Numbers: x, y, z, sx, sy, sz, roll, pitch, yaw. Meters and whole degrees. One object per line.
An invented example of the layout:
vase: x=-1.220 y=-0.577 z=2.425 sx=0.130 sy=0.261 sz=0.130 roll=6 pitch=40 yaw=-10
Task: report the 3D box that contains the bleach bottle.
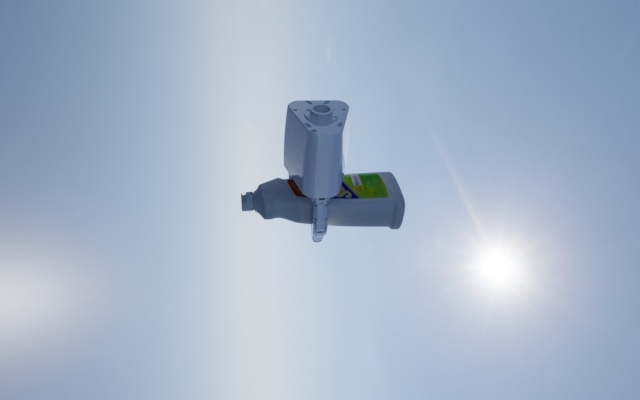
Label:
bleach bottle: x=0.000 y=0.002 z=0.766 sx=0.251 sy=0.068 sz=0.102 roll=-2 pitch=39 yaw=-8
